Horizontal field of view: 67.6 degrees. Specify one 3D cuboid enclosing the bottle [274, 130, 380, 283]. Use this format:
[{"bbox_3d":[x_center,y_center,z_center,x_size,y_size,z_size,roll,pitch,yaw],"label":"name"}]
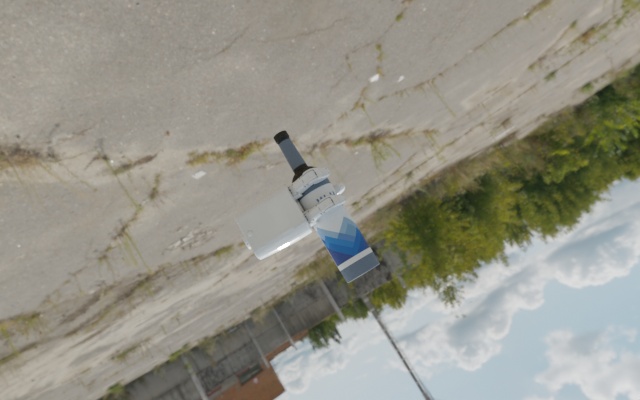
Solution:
[{"bbox_3d":[0.000,0.003,0.854,0.069,0.295,0.069,-30,-9,-5],"label":"bottle"}]
